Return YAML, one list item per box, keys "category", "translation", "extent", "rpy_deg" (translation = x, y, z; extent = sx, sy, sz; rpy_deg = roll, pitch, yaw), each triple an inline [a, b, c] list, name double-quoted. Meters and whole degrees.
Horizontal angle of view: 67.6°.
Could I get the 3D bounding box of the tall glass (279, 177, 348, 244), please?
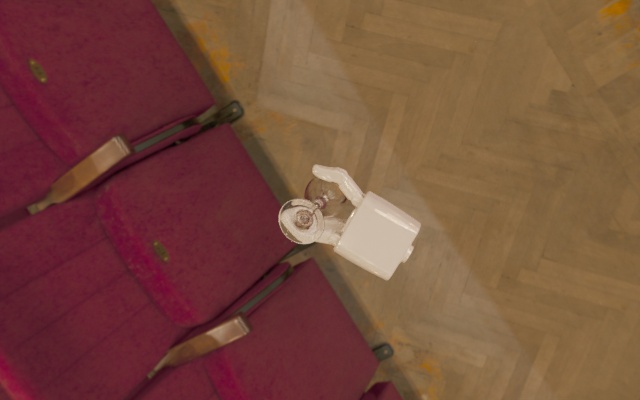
- category: "tall glass"
  translation: [0.000, 0.003, 0.814]
  extent: [0.079, 0.079, 0.201]
  rpy_deg: [0, 18, 18]
